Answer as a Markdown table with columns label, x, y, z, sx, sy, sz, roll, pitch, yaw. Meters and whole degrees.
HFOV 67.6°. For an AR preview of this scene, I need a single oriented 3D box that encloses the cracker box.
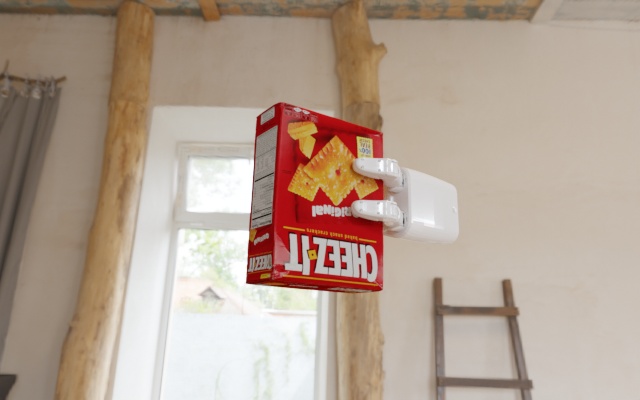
| label | x | y | z | sx | sy | sz | roll | pitch | yaw |
| --- | --- | --- | --- | --- | --- | --- | --- | --- | --- |
| cracker box | 0.000 | 0.002 | 0.597 | 0.164 | 0.213 | 0.072 | 12 | -18 | -33 |
